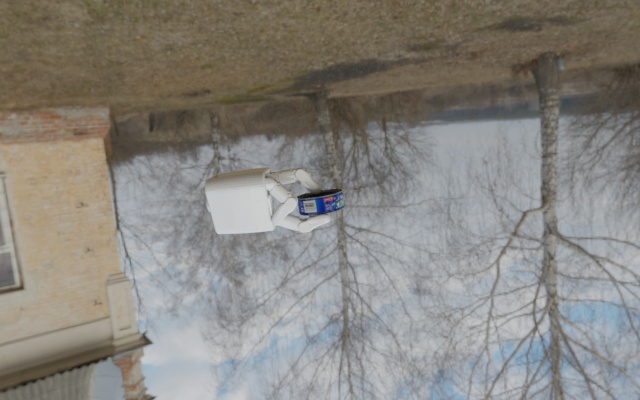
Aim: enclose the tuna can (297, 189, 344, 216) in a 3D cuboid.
[{"bbox_3d":[0.000,0.003,0.881,0.086,0.034,0.086,-9,8,1],"label":"tuna can"}]
